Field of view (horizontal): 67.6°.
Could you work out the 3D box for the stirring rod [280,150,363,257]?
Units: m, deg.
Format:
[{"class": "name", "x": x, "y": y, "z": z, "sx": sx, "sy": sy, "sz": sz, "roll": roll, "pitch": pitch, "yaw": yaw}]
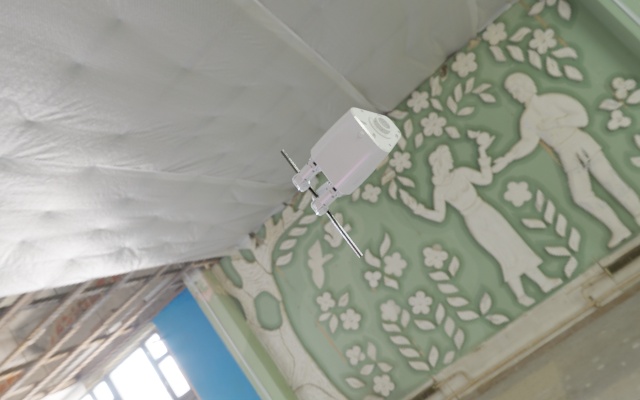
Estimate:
[{"class": "stirring rod", "x": 0.000, "y": 0.003, "z": 0.852, "sx": 0.011, "sy": 0.239, "sz": 0.011, "roll": -35, "pitch": -13, "yaw": -9}]
